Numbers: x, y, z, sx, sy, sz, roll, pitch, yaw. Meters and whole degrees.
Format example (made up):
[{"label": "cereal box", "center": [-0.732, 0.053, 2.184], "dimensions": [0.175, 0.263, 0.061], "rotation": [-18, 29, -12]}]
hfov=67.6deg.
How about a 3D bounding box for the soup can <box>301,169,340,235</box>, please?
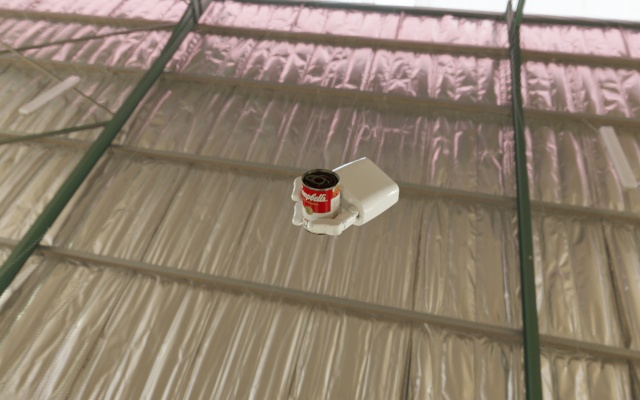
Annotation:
[{"label": "soup can", "center": [0.000, 0.003, 0.866], "dimensions": [0.068, 0.102, 0.068], "rotation": [0, 36, 0]}]
